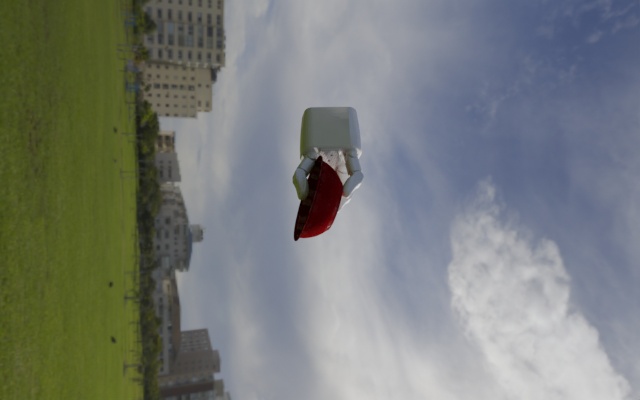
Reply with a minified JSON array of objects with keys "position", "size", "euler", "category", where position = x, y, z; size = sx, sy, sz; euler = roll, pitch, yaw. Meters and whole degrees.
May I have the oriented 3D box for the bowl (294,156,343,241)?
[{"position":[0.000,0.004,0.867],"size":[0.055,0.162,0.162],"euler":[17,-3,-9],"category":"bowl"}]
